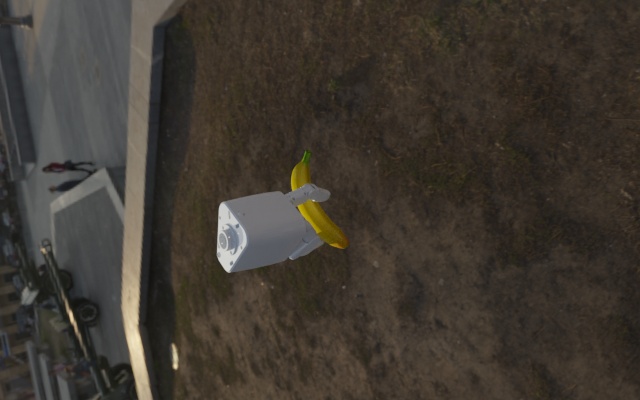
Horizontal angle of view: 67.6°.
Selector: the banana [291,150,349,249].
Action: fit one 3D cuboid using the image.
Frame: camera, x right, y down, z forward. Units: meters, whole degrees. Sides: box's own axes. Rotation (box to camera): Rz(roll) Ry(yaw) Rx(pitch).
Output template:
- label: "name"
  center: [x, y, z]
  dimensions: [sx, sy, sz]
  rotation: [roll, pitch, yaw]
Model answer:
- label: "banana"
  center: [-0.011, 0.009, 0.866]
  dimensions: [0.037, 0.197, 0.070]
  rotation: [-9, -23, -38]
